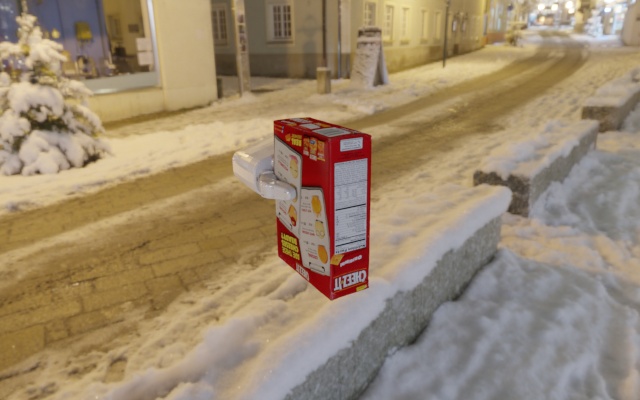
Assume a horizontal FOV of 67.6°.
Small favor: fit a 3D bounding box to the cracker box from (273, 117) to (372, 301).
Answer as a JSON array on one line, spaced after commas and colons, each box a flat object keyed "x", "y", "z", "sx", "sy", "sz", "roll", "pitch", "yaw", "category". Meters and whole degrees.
[{"x": 0.000, "y": 0.002, "z": 0.658, "sx": 0.072, "sy": 0.214, "sz": 0.164, "roll": -11, "pitch": 21, "yaw": -27, "category": "cracker box"}]
